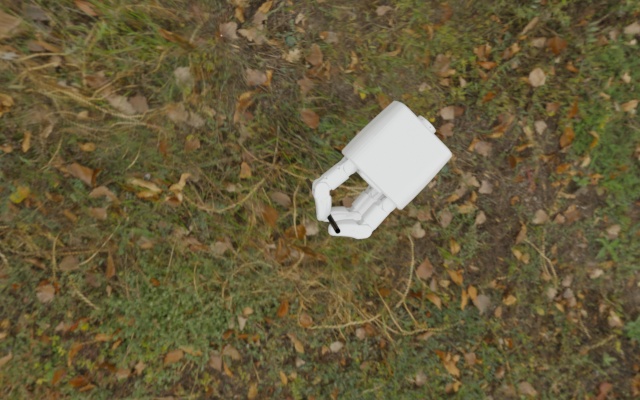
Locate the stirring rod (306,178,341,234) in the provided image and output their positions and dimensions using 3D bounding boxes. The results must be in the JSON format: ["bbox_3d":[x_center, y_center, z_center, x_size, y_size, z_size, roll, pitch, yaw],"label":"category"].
[{"bbox_3d":[0.000,0.002,0.747,0.011,0.011,0.239,0,19,-12],"label":"stirring rod"}]
